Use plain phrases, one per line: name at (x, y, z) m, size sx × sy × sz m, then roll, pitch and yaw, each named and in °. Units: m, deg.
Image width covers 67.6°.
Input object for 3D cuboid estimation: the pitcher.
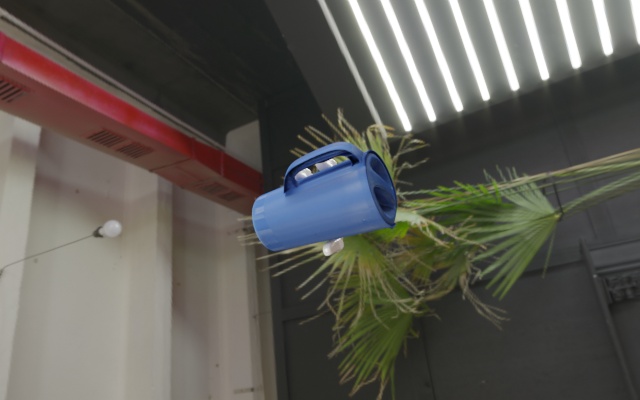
pitcher at (0.000, 0.003, 0.832) m, size 0.243 × 0.149 × 0.145 m, roll -17°, pitch -10°, yaw 24°
